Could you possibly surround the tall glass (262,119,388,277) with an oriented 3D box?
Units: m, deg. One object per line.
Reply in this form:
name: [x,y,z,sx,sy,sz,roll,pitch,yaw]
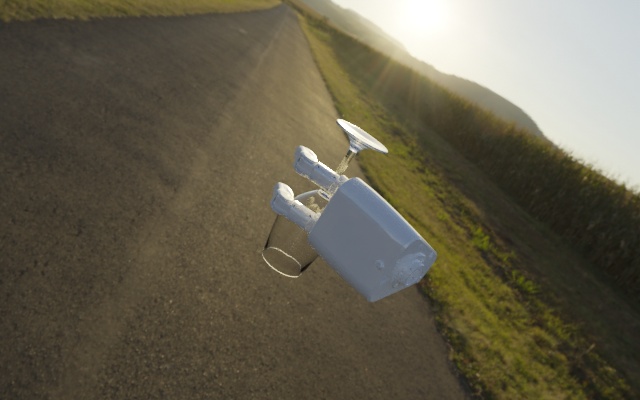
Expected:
tall glass: [0.000,0.001,0.607,0.079,0.201,0.079,29,18,-10]
